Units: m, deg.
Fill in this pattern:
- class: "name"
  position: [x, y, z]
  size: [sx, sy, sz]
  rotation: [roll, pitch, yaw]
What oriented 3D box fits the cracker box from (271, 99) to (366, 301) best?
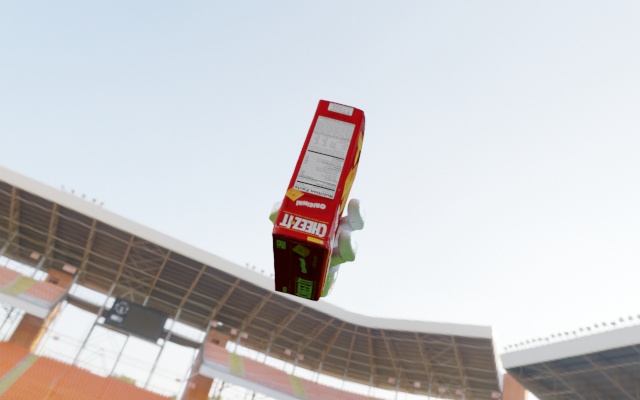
- class: "cracker box"
  position: [0.000, 0.002, 0.633]
  size: [0.072, 0.213, 0.164]
  rotation: [13, -33, 5]
